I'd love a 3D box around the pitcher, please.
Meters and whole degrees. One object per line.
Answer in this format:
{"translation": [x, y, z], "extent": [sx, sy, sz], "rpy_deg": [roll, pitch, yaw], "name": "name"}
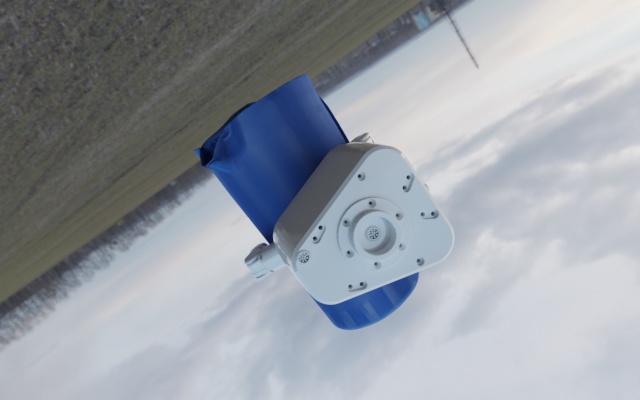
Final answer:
{"translation": [0.000, 0.002, 0.493], "extent": [0.149, 0.243, 0.145], "rpy_deg": [-35, 10, -6], "name": "pitcher"}
